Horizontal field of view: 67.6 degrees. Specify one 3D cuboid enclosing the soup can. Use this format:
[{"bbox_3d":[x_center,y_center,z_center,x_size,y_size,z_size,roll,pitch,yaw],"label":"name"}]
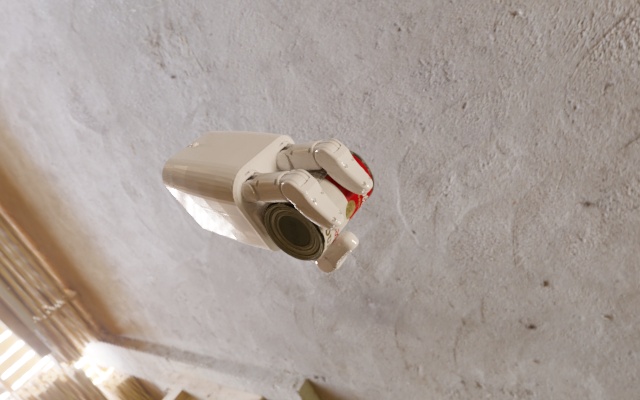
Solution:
[{"bbox_3d":[0.000,0.002,0.466,0.068,0.068,0.102,0,34,39],"label":"soup can"}]
